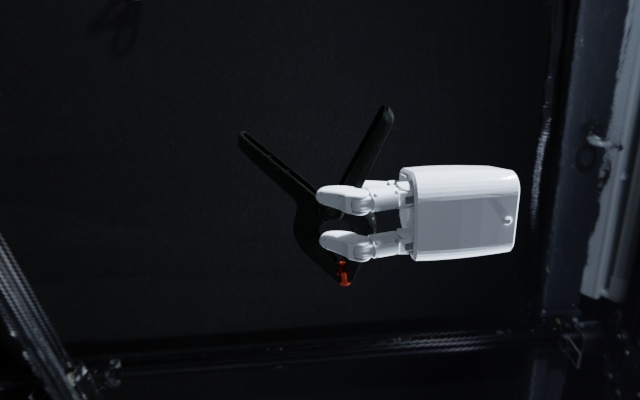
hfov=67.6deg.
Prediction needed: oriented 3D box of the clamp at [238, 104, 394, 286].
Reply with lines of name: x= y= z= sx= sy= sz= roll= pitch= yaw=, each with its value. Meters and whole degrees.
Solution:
clamp: x=0.000 y=0.002 z=0.536 sx=0.164 sy=0.210 sz=0.036 roll=-3 pitch=24 yaw=3
